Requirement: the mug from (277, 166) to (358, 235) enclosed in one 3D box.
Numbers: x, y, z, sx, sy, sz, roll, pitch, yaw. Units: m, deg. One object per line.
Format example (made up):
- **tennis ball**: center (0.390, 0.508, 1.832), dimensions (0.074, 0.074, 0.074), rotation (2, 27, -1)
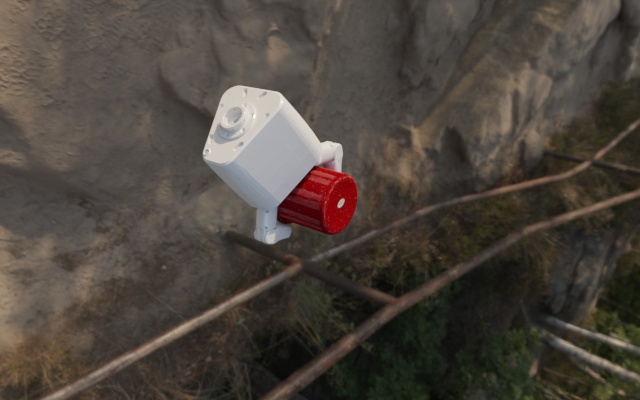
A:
- **mug**: center (0.001, 0.003, 0.640), dimensions (0.081, 0.093, 0.117), rotation (17, -17, 33)
